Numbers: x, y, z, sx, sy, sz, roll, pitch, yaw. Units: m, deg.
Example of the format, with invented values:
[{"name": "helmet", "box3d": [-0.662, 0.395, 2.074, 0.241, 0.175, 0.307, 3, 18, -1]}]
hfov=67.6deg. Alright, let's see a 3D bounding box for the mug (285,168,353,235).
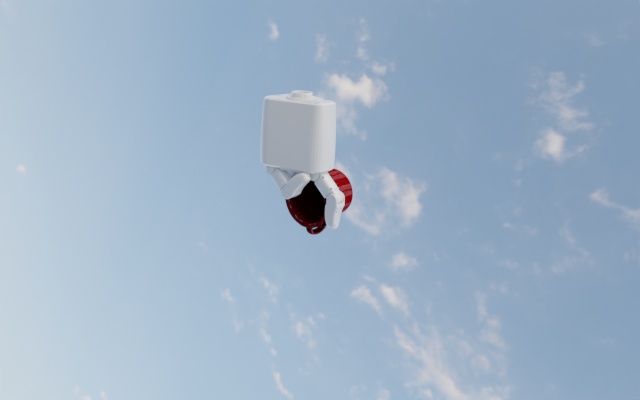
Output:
[{"name": "mug", "box3d": [0.000, 0.004, 0.813, 0.093, 0.117, 0.081, 19, 26, 36]}]
